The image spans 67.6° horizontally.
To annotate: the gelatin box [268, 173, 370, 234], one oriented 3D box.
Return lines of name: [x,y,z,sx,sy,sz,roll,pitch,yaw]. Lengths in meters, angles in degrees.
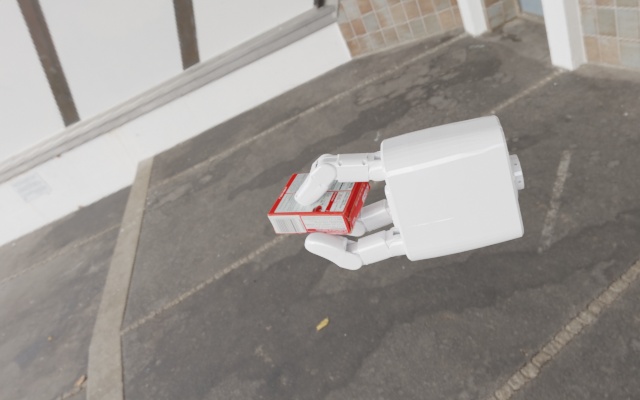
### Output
gelatin box: [0.000,0.001,0.500,0.089,0.030,0.073,-2,38,25]
